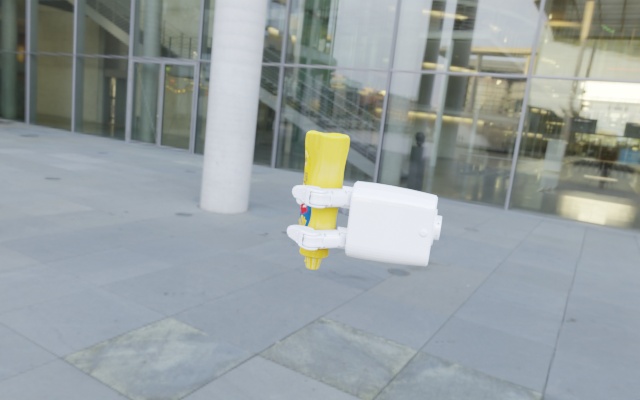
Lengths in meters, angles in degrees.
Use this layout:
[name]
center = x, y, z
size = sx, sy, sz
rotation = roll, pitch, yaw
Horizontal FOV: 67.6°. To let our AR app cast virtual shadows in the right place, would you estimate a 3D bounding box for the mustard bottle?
[mustard bottle]
center = 0.000, 0.002, 0.661
size = 0.058, 0.191, 0.096
rotation = 4, 10, -12
